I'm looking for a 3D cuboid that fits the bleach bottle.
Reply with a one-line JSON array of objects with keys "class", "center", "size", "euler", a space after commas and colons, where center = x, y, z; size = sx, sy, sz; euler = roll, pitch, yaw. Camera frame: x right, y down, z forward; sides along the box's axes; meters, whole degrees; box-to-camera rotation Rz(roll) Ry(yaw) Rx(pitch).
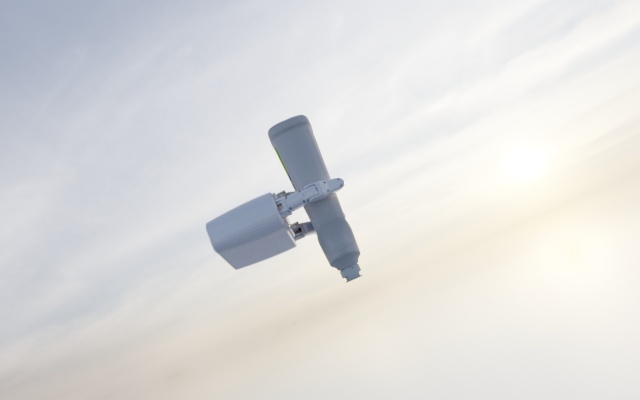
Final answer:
[{"class": "bleach bottle", "center": [0.000, 0.002, 0.723], "size": [0.068, 0.250, 0.102], "euler": [-23, -12, 0]}]
